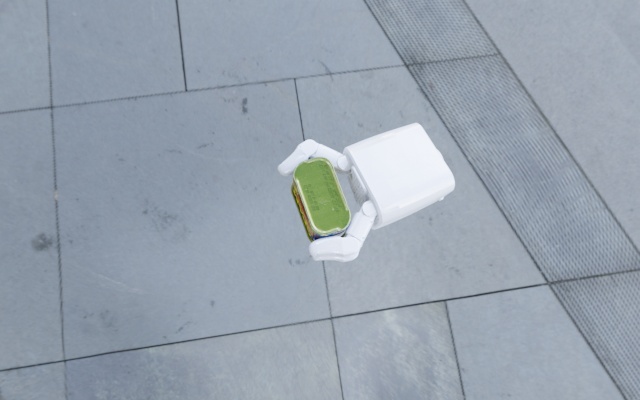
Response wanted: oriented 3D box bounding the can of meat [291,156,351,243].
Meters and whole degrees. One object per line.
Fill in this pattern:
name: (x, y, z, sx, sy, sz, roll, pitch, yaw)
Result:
can of meat: (0.000, 0.002, 0.613, 0.057, 0.102, 0.084, -19, -10, -7)
